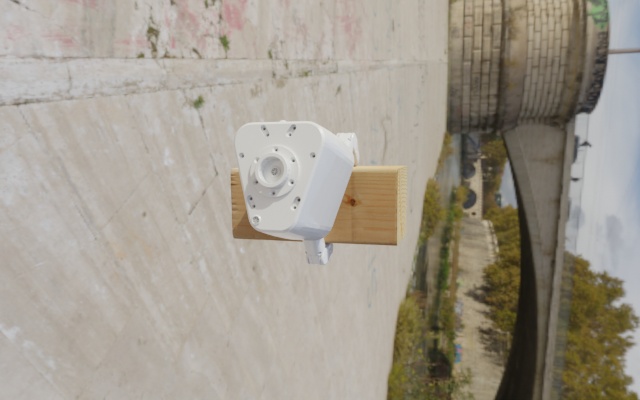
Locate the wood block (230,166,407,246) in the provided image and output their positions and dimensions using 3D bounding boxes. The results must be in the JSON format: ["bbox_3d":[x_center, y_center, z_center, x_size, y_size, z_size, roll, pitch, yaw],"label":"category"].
[{"bbox_3d":[0.000,0.002,0.604,0.206,0.091,0.090,1,7,17],"label":"wood block"}]
